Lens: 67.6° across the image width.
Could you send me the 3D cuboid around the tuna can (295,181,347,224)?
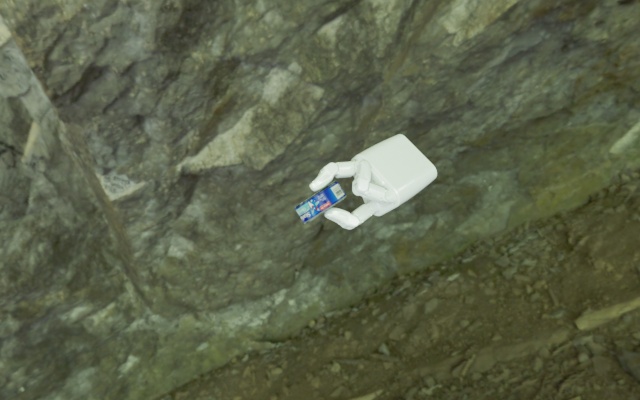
[{"bbox_3d":[0.000,0.002,0.797,0.086,0.034,0.086,-33,1,1],"label":"tuna can"}]
